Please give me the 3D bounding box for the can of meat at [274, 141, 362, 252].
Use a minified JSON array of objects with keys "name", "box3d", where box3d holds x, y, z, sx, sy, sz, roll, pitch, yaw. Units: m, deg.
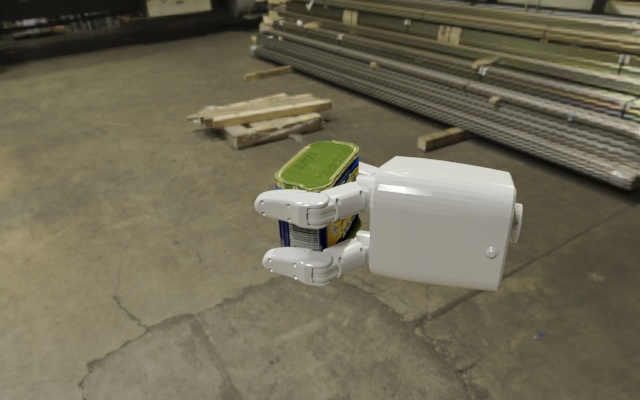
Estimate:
[{"name":"can of meat","box3d":[0.000,0.001,0.436,0.057,0.084,0.102,10,32,20]}]
